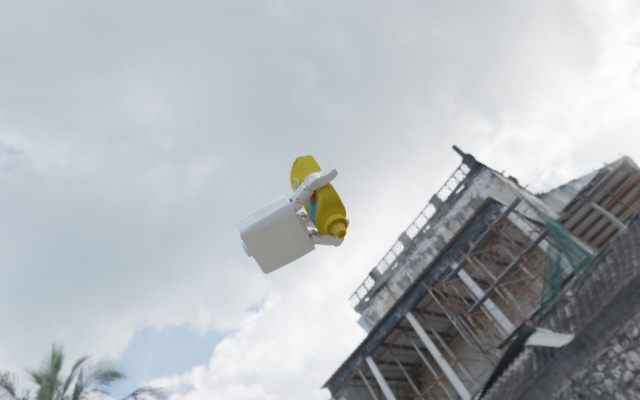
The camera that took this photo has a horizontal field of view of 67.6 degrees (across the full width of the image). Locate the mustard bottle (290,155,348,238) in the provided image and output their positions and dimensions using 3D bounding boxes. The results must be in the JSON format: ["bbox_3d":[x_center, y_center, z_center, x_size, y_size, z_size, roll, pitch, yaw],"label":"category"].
[{"bbox_3d":[0.000,0.003,0.880,0.058,0.096,0.191,-10,40,-20],"label":"mustard bottle"}]
